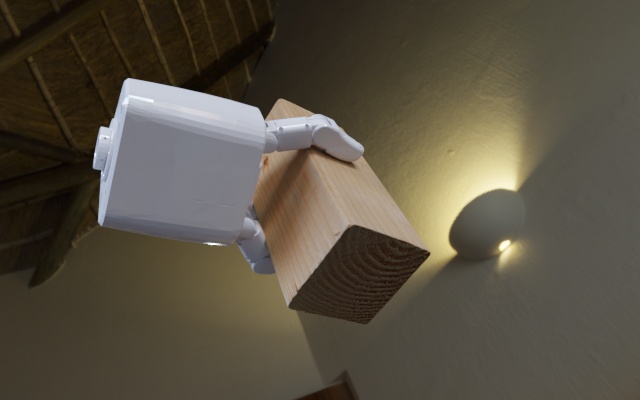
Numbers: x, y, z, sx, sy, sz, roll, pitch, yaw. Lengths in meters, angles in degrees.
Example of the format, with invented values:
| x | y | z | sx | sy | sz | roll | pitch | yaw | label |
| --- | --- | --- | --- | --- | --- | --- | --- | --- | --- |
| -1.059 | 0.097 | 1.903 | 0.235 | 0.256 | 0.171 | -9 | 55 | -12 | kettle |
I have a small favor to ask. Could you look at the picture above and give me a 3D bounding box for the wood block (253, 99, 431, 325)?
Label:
| x | y | z | sx | sy | sz | roll | pitch | yaw | label |
| --- | --- | --- | --- | --- | --- | --- | --- | --- | --- |
| 0.000 | 0.001 | 0.447 | 0.090 | 0.091 | 0.206 | 21 | 27 | -34 | wood block |
